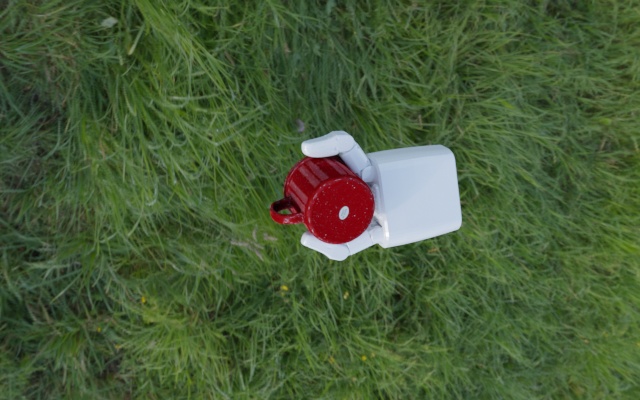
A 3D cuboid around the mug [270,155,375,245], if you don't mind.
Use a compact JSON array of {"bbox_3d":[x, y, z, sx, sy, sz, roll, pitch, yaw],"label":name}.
[{"bbox_3d":[-0.001,0.002,0.546,0.117,0.093,0.081,-13,23,-14],"label":"mug"}]
